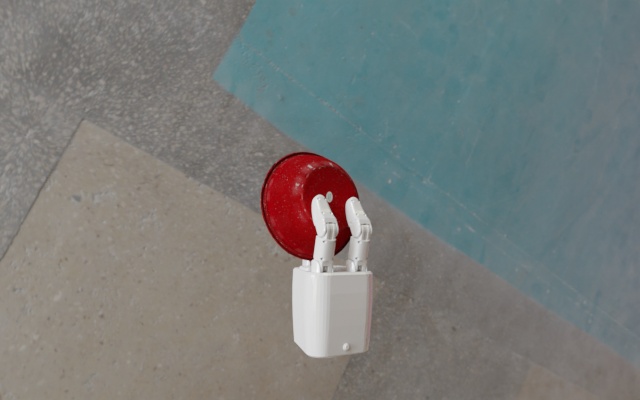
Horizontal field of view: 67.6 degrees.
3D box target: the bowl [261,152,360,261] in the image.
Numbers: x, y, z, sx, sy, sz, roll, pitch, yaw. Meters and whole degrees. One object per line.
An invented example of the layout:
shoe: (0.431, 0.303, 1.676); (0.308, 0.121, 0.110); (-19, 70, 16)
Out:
bowl: (0.000, 0.001, 0.670); (0.162, 0.162, 0.055); (0, -12, -32)
